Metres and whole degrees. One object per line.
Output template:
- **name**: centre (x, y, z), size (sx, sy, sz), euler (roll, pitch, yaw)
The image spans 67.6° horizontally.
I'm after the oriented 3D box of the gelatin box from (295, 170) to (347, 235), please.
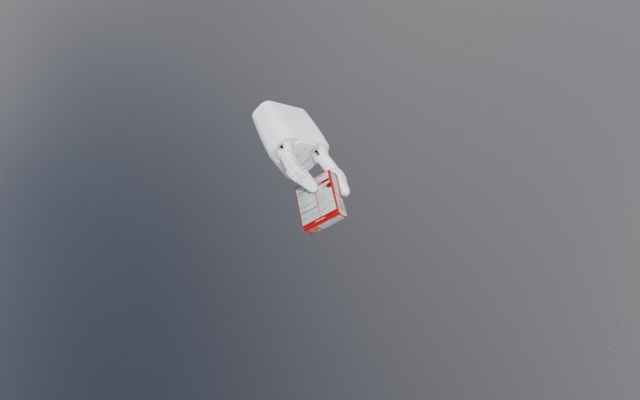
- **gelatin box**: centre (0.000, 0.003, 0.800), size (0.073, 0.089, 0.030), euler (-28, -35, 23)
